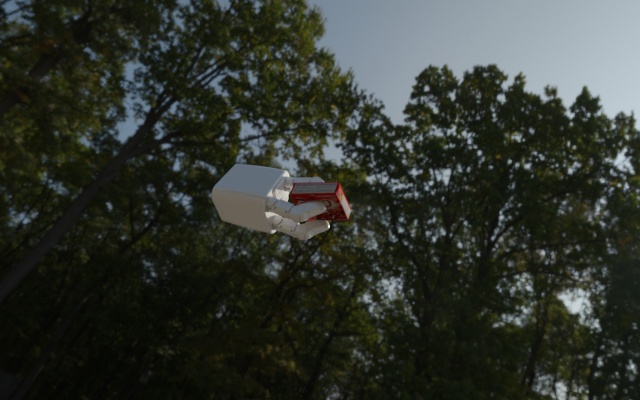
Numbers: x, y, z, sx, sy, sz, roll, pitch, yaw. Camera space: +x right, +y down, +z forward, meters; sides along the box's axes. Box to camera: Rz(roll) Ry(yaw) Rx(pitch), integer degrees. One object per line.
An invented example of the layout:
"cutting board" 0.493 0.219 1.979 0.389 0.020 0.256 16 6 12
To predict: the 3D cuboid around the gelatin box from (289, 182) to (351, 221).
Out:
"gelatin box" 0.001 0.002 0.828 0.089 0.030 0.073 -1 -41 24
